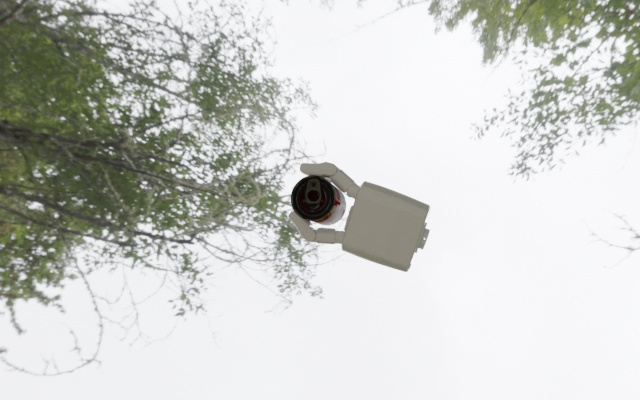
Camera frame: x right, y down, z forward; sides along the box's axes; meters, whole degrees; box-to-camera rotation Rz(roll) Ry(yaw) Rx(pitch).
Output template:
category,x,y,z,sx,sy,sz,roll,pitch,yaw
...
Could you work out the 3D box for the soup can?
category,x,y,z,sx,sy,sz,roll,pitch,yaw
soup can,0.000,0.002,0.746,0.068,0.068,0.102,0,-7,13
